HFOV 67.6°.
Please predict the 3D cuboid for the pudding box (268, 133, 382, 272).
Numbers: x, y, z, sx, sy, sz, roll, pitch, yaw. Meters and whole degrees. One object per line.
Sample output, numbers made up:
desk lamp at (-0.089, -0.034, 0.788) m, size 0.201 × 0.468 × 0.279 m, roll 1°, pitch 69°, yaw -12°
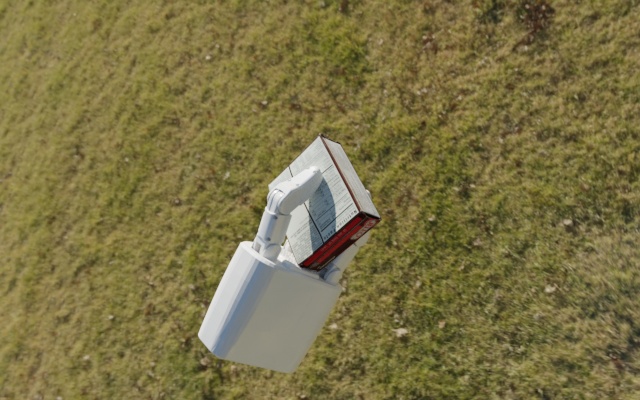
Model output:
pudding box at (0.000, 0.002, 0.489) m, size 0.090 × 0.113 × 0.039 m, roll -42°, pitch -36°, yaw 23°
